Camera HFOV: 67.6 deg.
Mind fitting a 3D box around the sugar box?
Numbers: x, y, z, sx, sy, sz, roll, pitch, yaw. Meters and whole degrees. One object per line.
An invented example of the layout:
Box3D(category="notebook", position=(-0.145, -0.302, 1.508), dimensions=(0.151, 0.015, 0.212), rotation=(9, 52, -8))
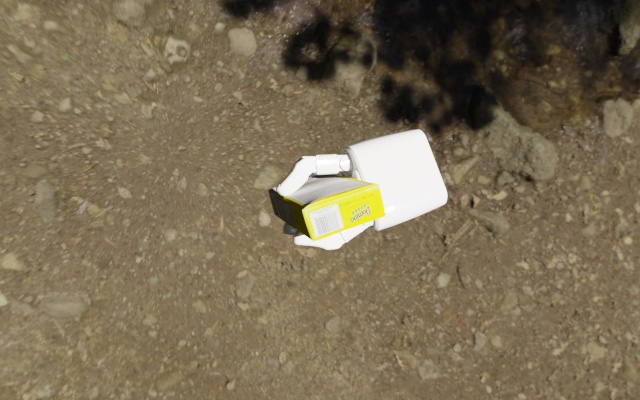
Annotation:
Box3D(category="sugar box", position=(0.000, 0.002, 0.601), dimensions=(0.093, 0.048, 0.176), rotation=(-18, 10, -15))
